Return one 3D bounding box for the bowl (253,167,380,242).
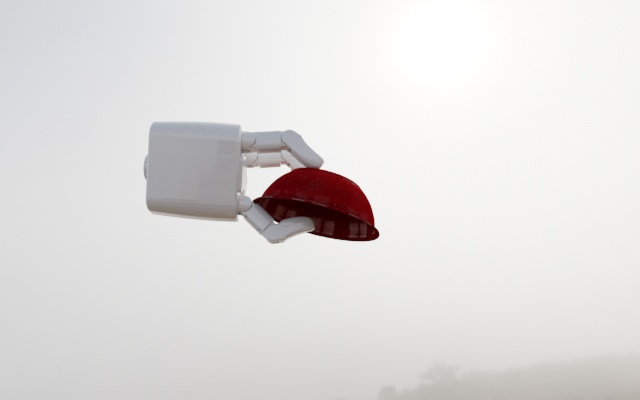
[{"bbox_3d":[0.001,0.002,0.593,0.162,0.055,0.162,14,-16,4],"label":"bowl"}]
